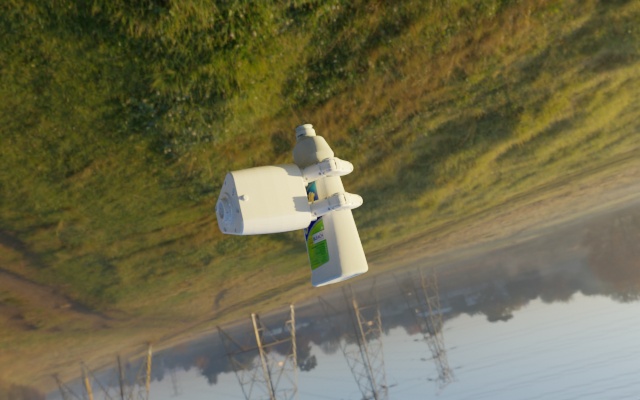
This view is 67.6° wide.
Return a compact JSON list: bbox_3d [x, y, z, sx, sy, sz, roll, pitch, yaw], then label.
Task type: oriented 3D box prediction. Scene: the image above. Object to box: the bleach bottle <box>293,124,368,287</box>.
[{"bbox_3d":[0.000,0.002,0.758,0.068,0.250,0.102,-7,-15,-30],"label":"bleach bottle"}]
